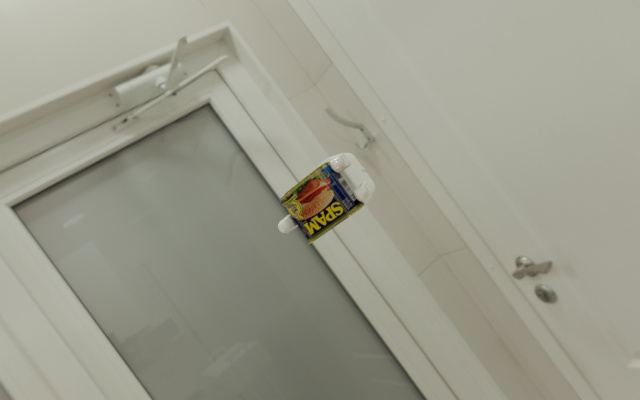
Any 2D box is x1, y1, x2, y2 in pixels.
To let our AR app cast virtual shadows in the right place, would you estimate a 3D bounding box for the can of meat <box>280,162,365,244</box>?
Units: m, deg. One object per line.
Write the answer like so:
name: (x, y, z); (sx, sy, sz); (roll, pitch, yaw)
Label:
can of meat: (0.000, 0.002, 0.716); (0.102, 0.084, 0.057); (-36, -1, 26)
